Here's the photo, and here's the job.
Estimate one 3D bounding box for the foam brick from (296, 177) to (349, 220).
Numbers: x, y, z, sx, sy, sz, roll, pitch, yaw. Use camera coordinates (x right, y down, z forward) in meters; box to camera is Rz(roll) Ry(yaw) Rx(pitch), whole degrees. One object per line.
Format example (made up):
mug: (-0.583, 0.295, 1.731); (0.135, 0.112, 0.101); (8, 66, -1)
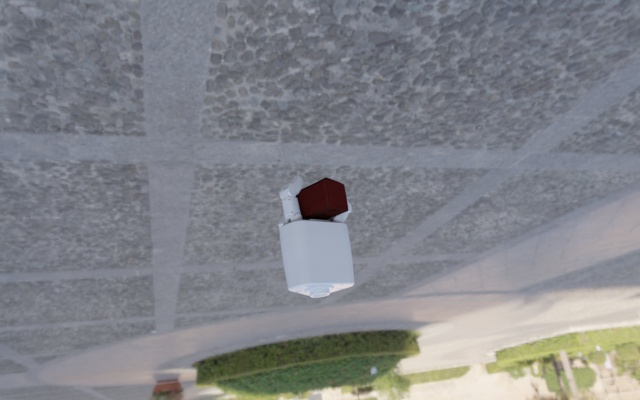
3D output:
foam brick: (0.000, 0.002, 0.808); (0.078, 0.051, 0.053); (-25, -26, 35)
